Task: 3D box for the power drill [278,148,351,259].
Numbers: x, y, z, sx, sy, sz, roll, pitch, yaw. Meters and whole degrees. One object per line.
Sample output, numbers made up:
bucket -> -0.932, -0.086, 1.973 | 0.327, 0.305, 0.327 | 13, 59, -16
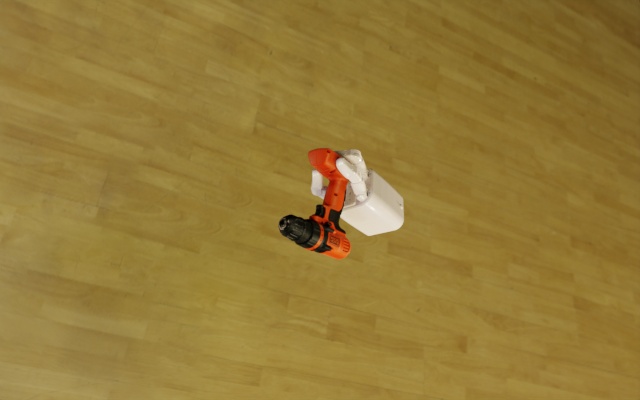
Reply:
power drill -> 0.000, 0.003, 0.882 | 0.057, 0.187, 0.184 | -2, -20, 36
